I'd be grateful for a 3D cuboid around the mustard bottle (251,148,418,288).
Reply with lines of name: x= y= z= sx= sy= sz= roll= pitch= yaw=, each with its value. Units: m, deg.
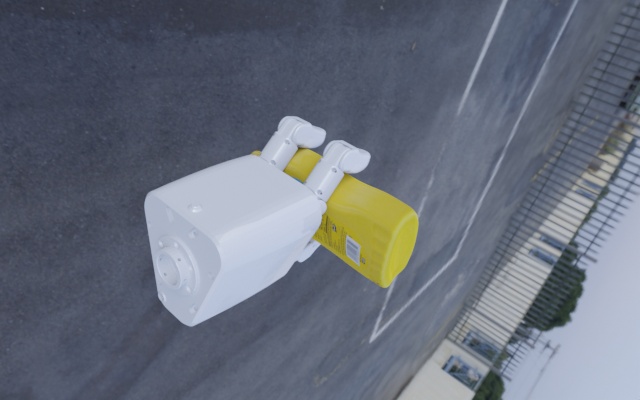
mustard bottle: x=0.000 y=0.001 z=0.467 sx=0.191 sy=0.096 sz=0.058 roll=32 pitch=60 yaw=26
